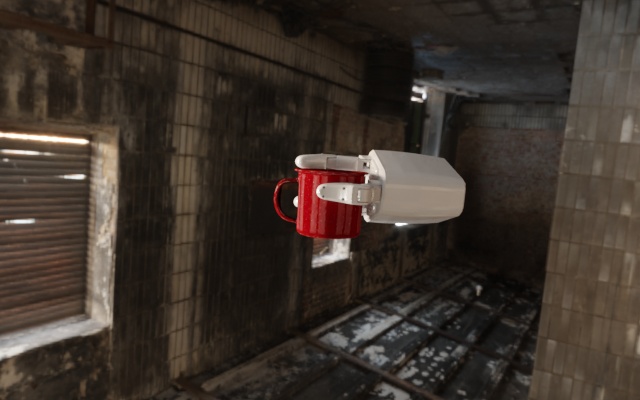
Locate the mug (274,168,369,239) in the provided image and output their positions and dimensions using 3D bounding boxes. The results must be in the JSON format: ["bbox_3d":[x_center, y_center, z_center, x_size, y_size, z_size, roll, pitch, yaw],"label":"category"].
[{"bbox_3d":[-0.001,0.002,0.601,0.117,0.081,0.093,3,6,-5],"label":"mug"}]
